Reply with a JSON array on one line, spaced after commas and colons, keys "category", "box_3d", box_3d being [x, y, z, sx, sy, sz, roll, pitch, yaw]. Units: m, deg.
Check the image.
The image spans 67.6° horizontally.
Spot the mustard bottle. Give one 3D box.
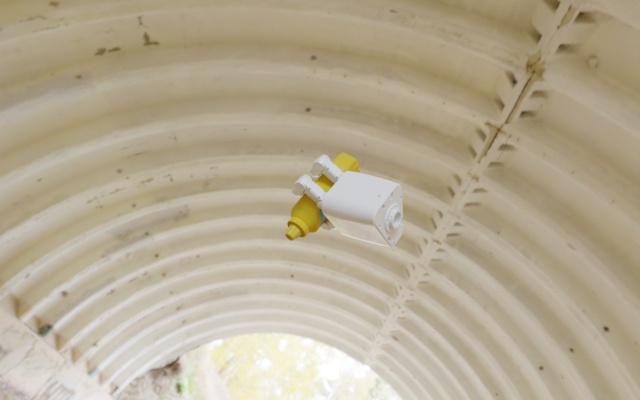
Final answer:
[{"category": "mustard bottle", "box_3d": [0.000, 0.003, 0.882, 0.058, 0.191, 0.096, 31, -32, 17]}]
